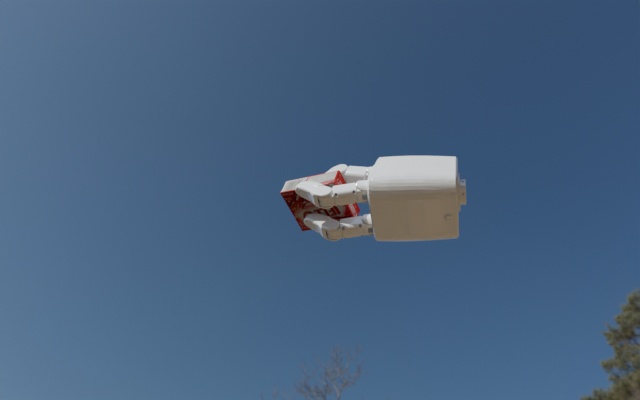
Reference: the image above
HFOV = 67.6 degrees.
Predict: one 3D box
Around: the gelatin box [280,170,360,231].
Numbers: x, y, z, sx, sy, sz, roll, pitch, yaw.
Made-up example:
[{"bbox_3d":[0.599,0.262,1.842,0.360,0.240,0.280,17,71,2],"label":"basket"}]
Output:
[{"bbox_3d":[0.000,0.002,0.658,0.089,0.073,0.030,-10,35,28],"label":"gelatin box"}]
